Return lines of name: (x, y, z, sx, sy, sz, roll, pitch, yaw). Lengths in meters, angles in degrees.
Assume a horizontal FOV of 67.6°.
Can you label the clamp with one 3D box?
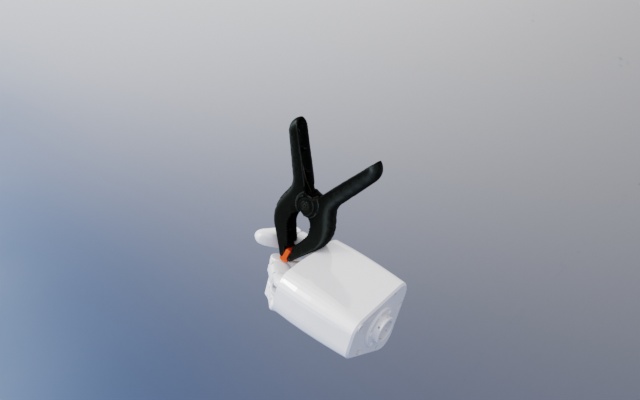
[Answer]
clamp: (0.000, 0.002, 0.546, 0.120, 0.171, 0.039, 27, 26, 29)
